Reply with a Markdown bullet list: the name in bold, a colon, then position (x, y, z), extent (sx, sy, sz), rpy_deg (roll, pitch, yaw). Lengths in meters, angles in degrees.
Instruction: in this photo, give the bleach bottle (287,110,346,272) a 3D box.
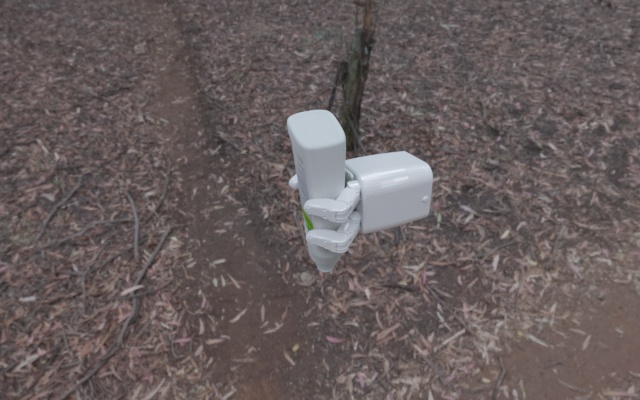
- **bleach bottle**: position (0.000, 0.002, 0.702), extent (0.068, 0.251, 0.102), rpy_deg (-12, 39, -11)
